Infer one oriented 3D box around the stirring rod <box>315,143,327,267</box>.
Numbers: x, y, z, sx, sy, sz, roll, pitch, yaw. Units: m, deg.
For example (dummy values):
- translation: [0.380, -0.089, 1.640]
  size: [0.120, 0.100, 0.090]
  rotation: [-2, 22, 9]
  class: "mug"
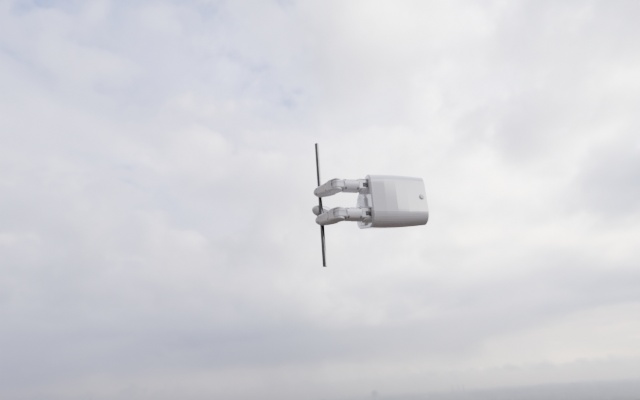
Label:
- translation: [0.000, 0.003, 0.871]
  size: [0.011, 0.239, 0.011]
  rotation: [-3, -22, -1]
  class: "stirring rod"
